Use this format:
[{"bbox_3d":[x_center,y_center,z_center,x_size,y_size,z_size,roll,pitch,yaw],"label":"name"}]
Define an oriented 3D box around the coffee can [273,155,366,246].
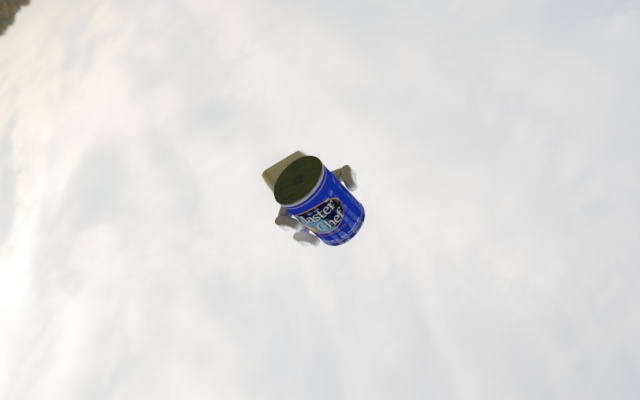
[{"bbox_3d":[0.000,0.003,0.843,0.103,0.102,0.140,0,-33,43],"label":"coffee can"}]
